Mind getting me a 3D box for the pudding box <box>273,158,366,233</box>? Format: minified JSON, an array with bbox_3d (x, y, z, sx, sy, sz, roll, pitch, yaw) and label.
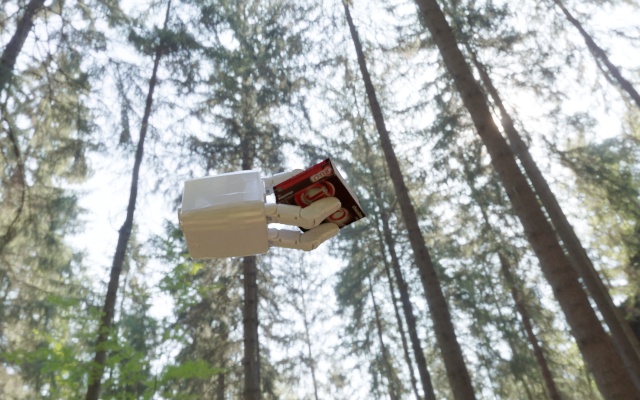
[{"bbox_3d":[0.000,0.002,0.664,0.090,0.039,0.113,-26,-39,13],"label":"pudding box"}]
